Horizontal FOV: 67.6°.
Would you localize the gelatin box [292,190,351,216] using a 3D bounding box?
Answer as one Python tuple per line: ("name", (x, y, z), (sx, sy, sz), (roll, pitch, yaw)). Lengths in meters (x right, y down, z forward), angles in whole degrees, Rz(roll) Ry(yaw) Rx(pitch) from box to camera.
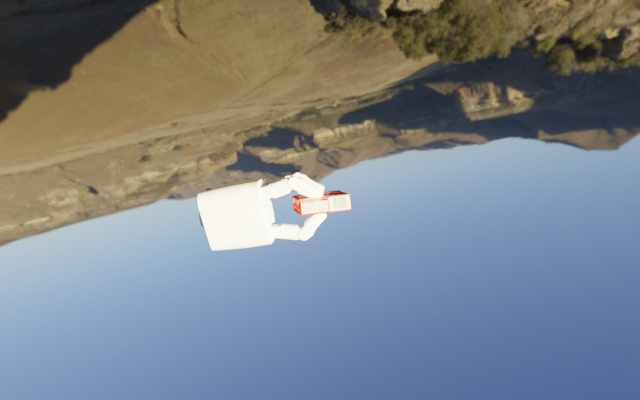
("gelatin box", (0.001, 0.003, 0.815), (0.089, 0.030, 0.073), (-7, 7, -10))
